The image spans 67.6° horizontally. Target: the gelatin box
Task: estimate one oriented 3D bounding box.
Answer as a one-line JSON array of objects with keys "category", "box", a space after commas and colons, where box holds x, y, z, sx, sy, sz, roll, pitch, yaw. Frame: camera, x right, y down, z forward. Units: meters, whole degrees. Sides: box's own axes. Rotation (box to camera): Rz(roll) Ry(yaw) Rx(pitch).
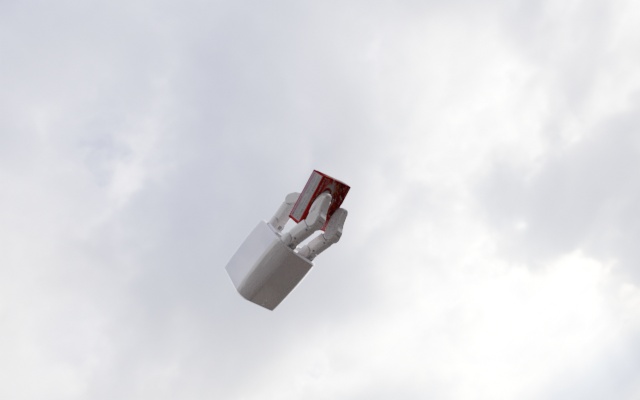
[{"category": "gelatin box", "box": [0.000, 0.002, 0.771, 0.073, 0.089, 0.030, 21, 10, -47]}]
